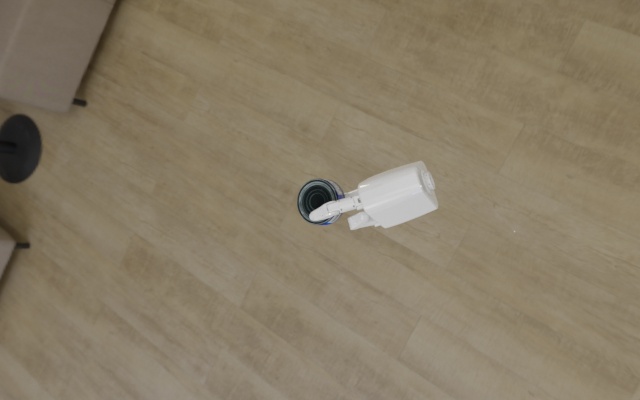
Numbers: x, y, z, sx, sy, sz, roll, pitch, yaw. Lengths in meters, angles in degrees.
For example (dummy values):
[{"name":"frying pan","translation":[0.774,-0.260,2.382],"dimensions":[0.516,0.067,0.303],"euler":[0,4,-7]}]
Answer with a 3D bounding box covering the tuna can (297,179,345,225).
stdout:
[{"name":"tuna can","translation":[0.000,0.003,0.873],"dimensions":[0.086,0.086,0.034],"euler":[0,-2,27]}]
